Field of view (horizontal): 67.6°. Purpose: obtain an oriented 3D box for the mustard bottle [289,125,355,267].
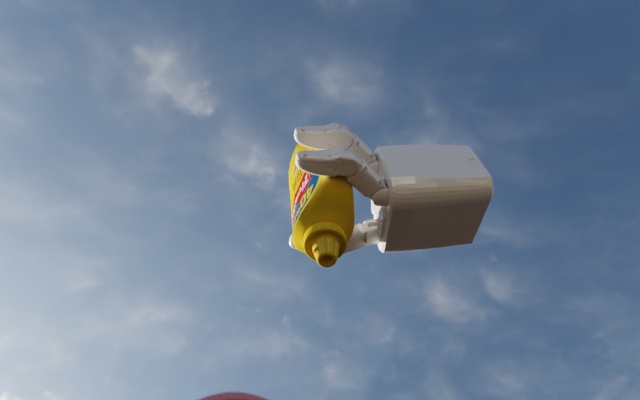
[{"bbox_3d":[0.000,0.001,0.507,0.058,0.096,0.191,18,30,-16],"label":"mustard bottle"}]
